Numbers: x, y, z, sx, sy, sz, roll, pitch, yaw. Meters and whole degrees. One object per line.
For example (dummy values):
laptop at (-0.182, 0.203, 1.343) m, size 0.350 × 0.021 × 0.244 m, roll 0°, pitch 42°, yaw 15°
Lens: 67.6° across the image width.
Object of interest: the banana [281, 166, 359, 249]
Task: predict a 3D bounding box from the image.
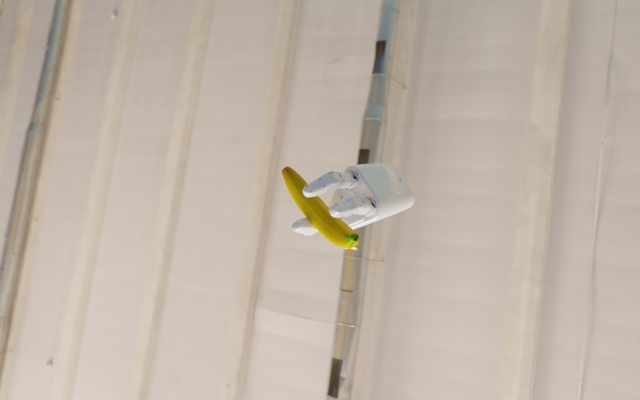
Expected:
banana at (0.003, 0.018, 0.752) m, size 0.037 × 0.070 × 0.197 m, roll -28°, pitch 49°, yaw -25°
